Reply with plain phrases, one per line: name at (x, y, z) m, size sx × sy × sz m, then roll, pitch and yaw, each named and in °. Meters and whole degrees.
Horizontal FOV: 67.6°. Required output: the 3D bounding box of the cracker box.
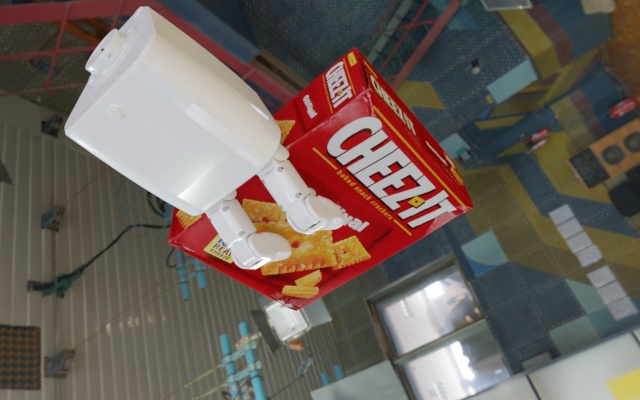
cracker box at (0.000, 0.001, 0.426) m, size 0.214 × 0.072 × 0.164 m, roll -34°, pitch -51°, yaw 23°
